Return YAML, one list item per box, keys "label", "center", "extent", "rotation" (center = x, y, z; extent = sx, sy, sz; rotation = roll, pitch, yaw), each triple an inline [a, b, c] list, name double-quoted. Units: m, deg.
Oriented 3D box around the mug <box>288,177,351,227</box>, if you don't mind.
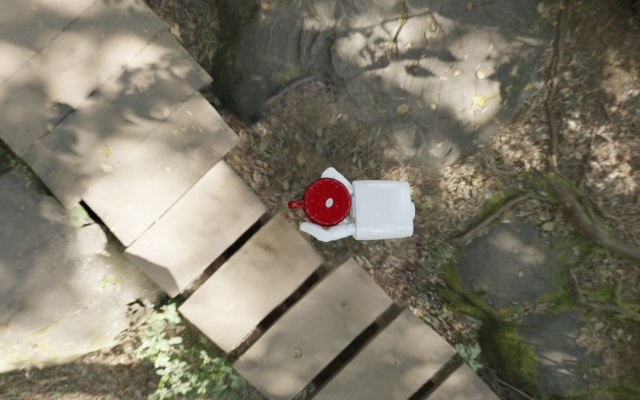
- label: "mug"
  center: [-0.001, 0.003, 0.852]
  extent: [0.117, 0.093, 0.081]
  rotation: [-2, -1, -1]
